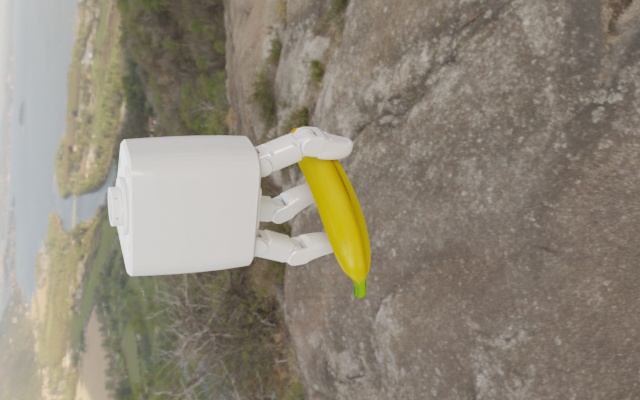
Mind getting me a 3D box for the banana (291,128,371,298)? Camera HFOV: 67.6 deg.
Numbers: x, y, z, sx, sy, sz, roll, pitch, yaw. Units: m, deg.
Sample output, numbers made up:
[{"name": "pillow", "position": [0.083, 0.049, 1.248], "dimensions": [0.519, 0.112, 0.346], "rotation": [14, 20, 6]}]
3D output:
[{"name": "banana", "position": [0.007, -0.004, 0.468], "dimensions": [0.037, 0.197, 0.070], "rotation": [-10, -24, -24]}]
